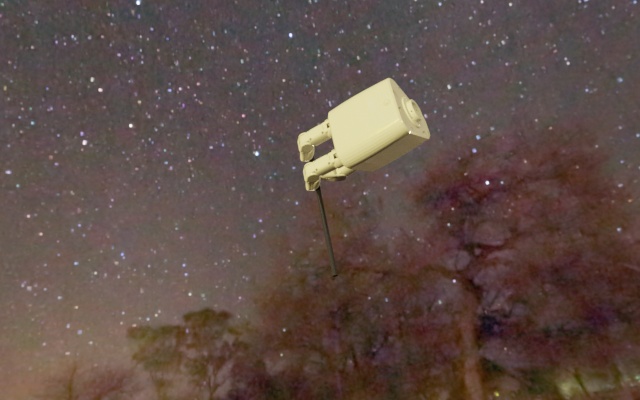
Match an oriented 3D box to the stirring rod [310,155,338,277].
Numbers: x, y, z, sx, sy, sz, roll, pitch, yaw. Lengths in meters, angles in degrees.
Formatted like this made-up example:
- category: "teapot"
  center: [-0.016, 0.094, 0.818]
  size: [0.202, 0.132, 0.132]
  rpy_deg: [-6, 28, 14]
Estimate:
- category: "stirring rod"
  center: [0.000, 0.002, 0.736]
  size: [0.011, 0.239, 0.011]
  rpy_deg: [-9, -27, -5]
